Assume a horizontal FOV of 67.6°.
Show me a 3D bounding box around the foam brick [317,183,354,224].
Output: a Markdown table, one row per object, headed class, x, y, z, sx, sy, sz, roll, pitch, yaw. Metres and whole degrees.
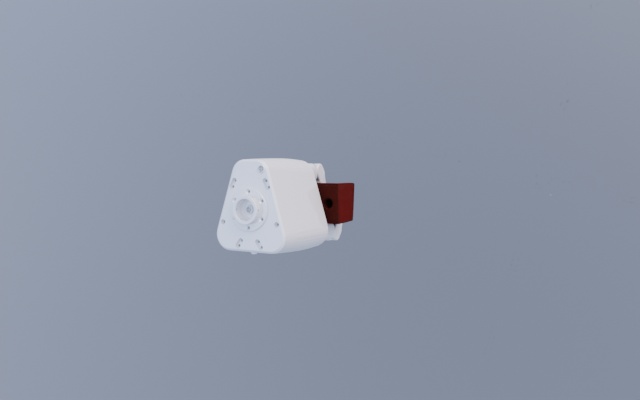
| class | x | y | z | sx | sy | sz | roll | pitch | yaw |
| --- | --- | --- | --- | --- | --- | --- | --- | --- | --- |
| foam brick | 0.000 | 0.002 | 0.638 | 0.078 | 0.053 | 0.051 | 1 | 3 | 25 |
